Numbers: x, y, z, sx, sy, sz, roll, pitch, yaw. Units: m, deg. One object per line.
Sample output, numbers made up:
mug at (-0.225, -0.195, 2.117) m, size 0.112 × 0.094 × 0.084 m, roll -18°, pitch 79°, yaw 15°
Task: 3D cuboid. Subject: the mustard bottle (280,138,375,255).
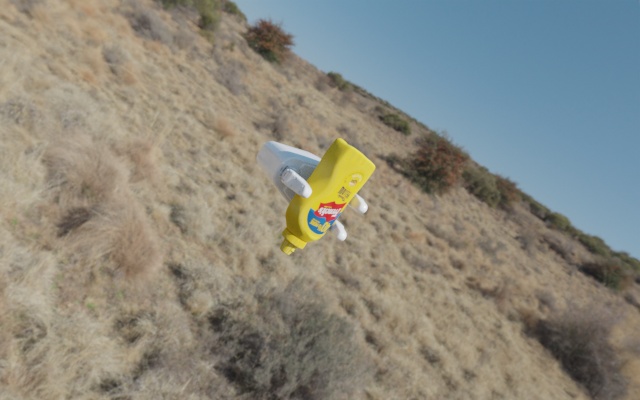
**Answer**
mustard bottle at (0.000, 0.002, 0.733) m, size 0.058 × 0.191 × 0.096 m, roll 40°, pitch 5°, yaw 31°
